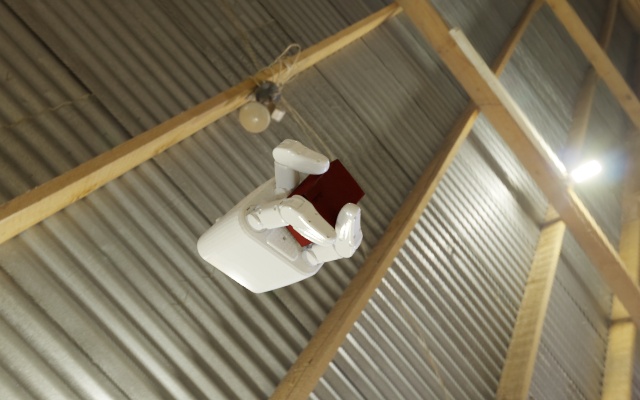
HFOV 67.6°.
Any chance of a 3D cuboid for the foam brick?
[{"bbox_3d":[0.000,0.002,0.512,0.051,0.053,0.078,-27,14,44],"label":"foam brick"}]
